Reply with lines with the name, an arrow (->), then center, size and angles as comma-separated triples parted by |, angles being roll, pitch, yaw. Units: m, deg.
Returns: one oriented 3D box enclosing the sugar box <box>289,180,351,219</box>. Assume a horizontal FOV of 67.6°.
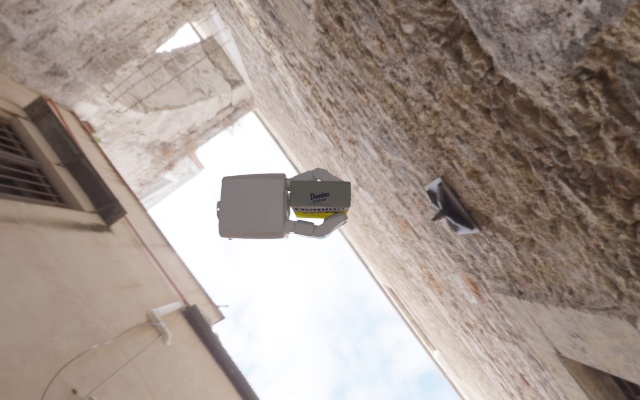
sugar box -> 0.000, 0.003, 0.788 | 0.093, 0.048, 0.176 | 1, -6, 1
